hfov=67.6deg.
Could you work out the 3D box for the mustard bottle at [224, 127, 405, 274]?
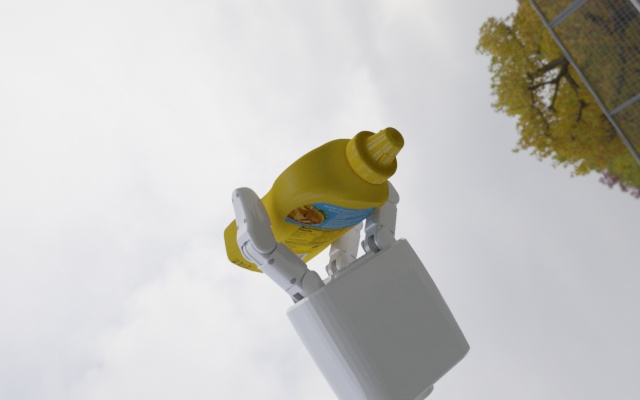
[{"bbox_3d":[0.000,0.001,0.401,0.096,0.058,0.192,6,-32,-36],"label":"mustard bottle"}]
